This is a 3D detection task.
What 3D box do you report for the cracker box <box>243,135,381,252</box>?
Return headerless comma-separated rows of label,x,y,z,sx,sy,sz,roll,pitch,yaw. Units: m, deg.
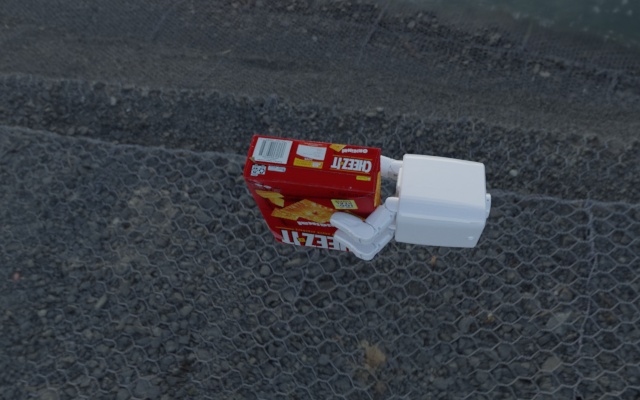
cracker box,0.000,0.002,0.663,0.164,0.072,0.214,7,-26,10
